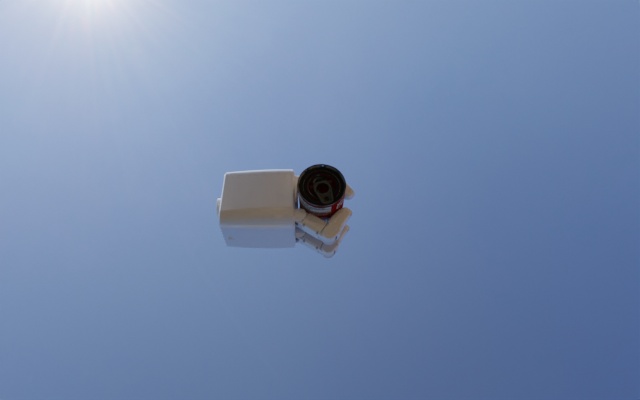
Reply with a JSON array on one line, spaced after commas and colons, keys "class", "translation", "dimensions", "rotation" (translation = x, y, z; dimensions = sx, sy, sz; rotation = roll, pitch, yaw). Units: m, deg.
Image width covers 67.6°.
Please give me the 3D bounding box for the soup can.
[{"class": "soup can", "translation": [0.001, 0.002, 0.702], "dimensions": [0.068, 0.068, 0.102], "rotation": [0, -29, -2]}]
